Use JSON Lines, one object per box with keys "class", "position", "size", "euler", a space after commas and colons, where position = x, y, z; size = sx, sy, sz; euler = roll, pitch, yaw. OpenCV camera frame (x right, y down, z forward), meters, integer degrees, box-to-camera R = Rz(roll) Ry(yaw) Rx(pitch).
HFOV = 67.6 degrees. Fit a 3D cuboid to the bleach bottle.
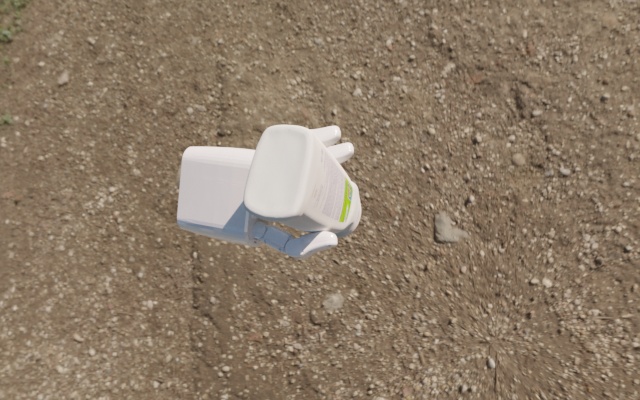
{"class": "bleach bottle", "position": [0.000, 0.002, 0.577], "size": [0.068, 0.102, 0.251], "euler": [8, -13, 22]}
